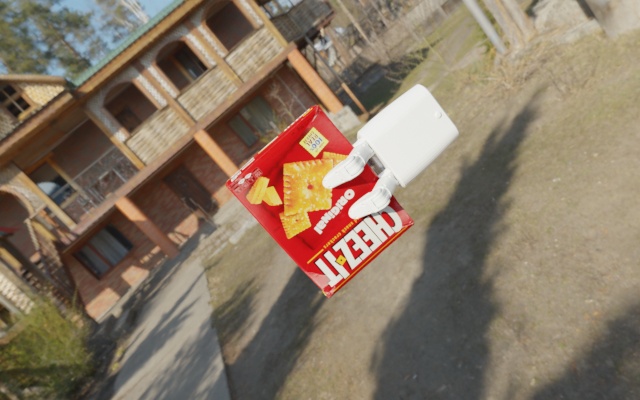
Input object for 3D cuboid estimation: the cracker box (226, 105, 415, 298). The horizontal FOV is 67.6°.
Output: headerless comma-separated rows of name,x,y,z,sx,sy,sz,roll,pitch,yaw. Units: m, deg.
cracker box,0.000,0.002,0.665,0.164,0.214,0.072,-41,12,0
